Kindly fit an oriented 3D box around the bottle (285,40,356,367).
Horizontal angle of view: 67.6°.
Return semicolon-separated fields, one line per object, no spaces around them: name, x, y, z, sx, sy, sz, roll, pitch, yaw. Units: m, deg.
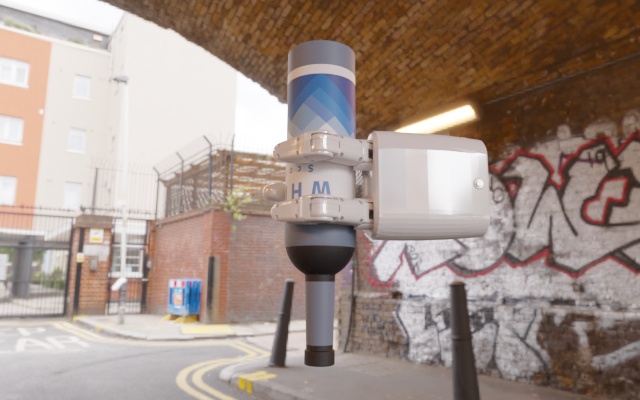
bottle;0.000;0.001;0.451;0.069;0.295;0.069;0;-9;0
